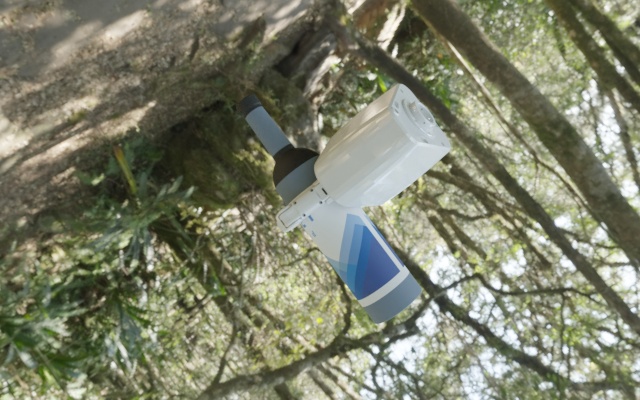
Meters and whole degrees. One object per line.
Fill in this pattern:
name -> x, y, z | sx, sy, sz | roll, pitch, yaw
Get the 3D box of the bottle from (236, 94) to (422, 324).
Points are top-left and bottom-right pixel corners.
bottle -> 0.000, 0.002, 0.549 | 0.069, 0.295, 0.069 | -37, -3, -3
